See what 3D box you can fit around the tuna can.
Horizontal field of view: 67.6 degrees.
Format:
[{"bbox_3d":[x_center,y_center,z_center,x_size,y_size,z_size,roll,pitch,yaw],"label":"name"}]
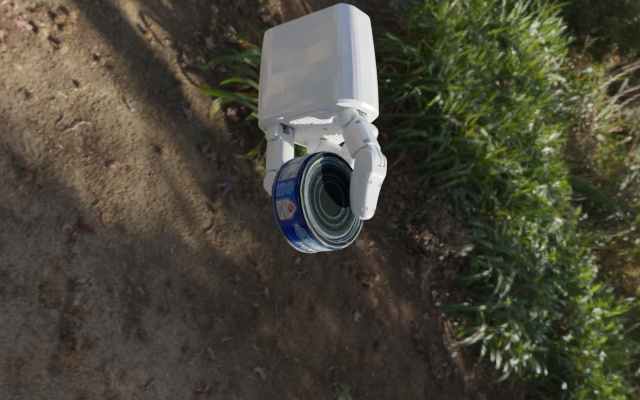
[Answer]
[{"bbox_3d":[0.000,0.001,0.411,0.034,0.086,0.086,-11,-7,41],"label":"tuna can"}]
